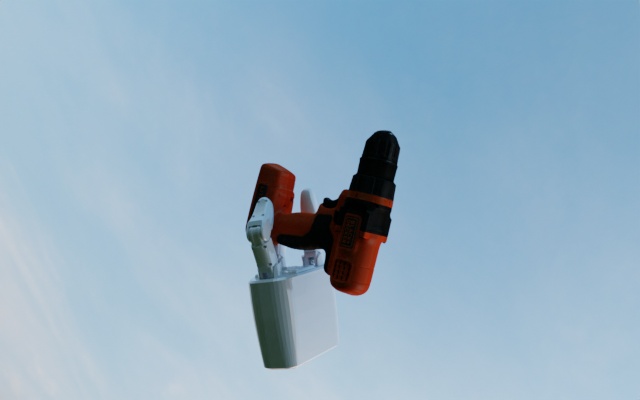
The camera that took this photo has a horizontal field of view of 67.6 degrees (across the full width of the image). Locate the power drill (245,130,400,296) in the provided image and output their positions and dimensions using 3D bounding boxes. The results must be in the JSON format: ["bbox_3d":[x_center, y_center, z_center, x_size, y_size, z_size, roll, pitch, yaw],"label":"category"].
[{"bbox_3d":[0.000,0.002,0.568,0.187,0.184,0.057,12,-5,42],"label":"power drill"}]
